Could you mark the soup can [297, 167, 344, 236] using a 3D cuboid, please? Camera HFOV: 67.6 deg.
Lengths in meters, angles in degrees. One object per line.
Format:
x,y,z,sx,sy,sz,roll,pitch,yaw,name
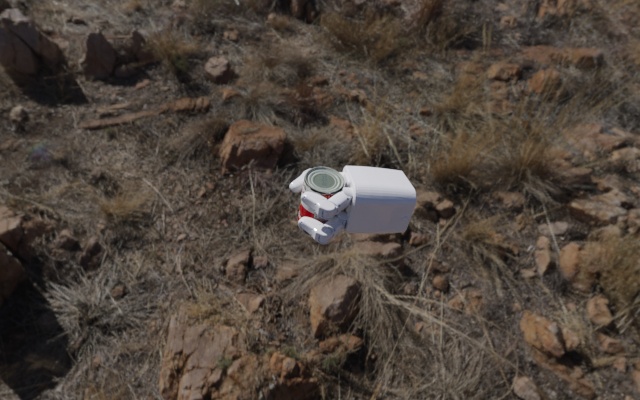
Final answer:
0.000,0.002,0.802,0.068,0.102,0.068,6,43,-5,soup can
